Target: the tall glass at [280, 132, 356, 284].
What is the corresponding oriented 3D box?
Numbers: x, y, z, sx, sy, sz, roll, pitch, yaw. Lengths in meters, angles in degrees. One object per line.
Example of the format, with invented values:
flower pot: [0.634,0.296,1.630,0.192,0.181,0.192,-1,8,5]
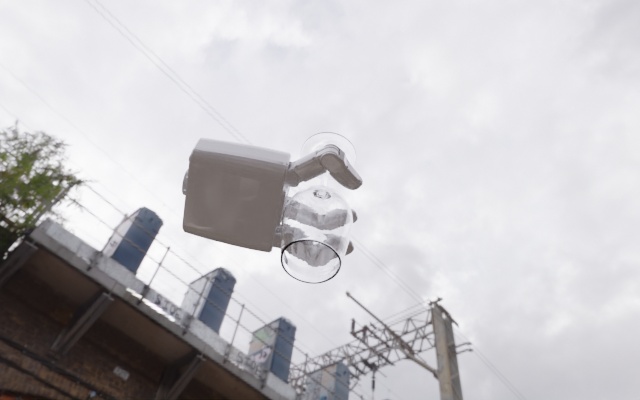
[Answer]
tall glass: [0.000,0.001,0.554,0.079,0.079,0.201,0,37,7]
